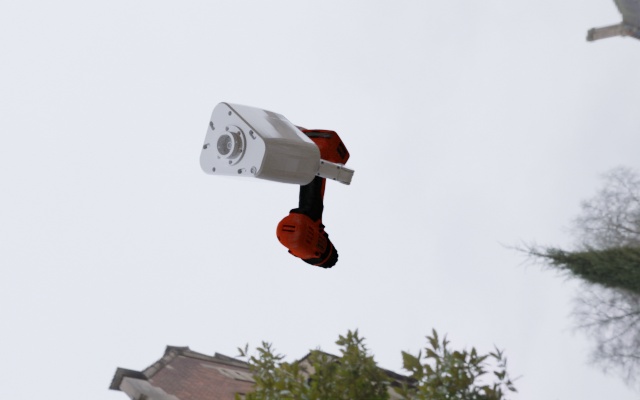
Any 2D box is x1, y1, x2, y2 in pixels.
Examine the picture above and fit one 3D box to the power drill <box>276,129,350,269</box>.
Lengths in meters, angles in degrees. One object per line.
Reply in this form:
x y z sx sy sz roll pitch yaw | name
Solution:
0.000 0.002 0.713 0.057 0.187 0.184 3 -17 18 | power drill
